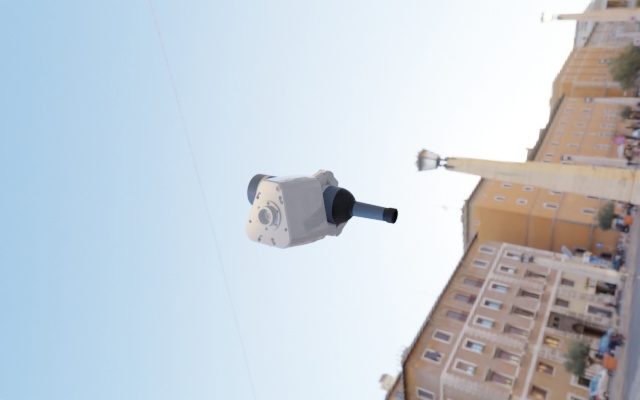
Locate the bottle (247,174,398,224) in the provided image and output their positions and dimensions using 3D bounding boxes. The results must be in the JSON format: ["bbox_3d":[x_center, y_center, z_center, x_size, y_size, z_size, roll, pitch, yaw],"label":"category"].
[{"bbox_3d":[0.000,0.003,0.867,0.295,0.069,0.069,11,5,31],"label":"bottle"}]
